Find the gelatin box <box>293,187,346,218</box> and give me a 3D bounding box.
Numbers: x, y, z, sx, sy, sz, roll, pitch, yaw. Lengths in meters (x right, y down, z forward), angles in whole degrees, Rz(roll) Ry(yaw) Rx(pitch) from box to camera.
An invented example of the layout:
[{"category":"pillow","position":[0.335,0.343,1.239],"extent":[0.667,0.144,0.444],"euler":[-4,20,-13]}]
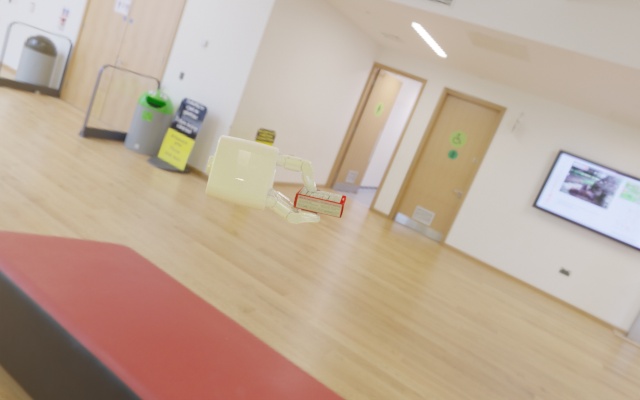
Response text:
[{"category":"gelatin box","position":[0.001,0.002,0.876],"extent":[0.089,0.030,0.073],"euler":[12,12,4]}]
